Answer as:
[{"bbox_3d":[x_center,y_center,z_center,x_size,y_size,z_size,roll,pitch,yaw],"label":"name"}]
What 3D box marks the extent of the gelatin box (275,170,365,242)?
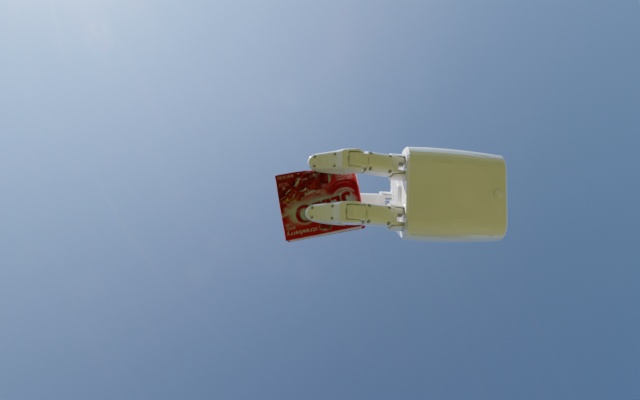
[{"bbox_3d":[0.000,0.002,0.523,0.089,0.073,0.030,-11,-10,1],"label":"gelatin box"}]
